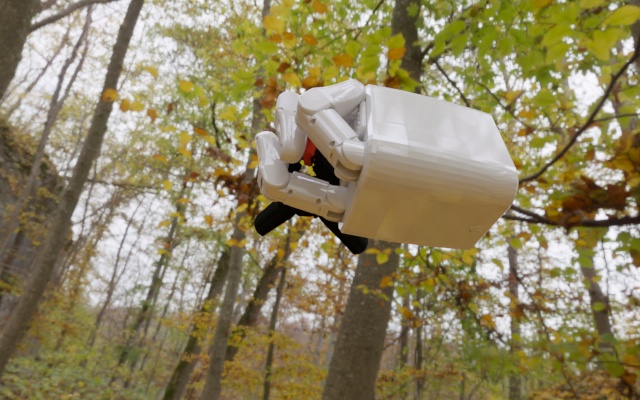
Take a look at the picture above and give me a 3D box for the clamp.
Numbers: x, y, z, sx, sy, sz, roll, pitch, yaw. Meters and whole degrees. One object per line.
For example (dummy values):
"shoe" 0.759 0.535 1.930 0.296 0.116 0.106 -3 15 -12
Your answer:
"clamp" 0.000 0.001 0.447 0.120 0.039 0.172 10 -29 -5
